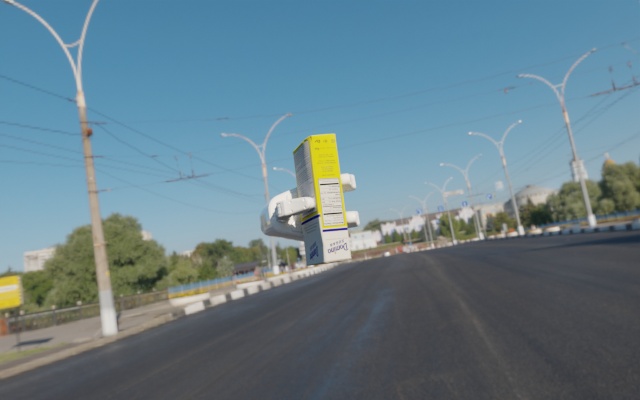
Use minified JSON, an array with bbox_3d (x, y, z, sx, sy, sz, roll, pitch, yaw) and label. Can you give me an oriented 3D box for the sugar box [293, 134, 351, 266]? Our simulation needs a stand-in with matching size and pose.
[{"bbox_3d":[0.001,0.002,0.683,0.048,0.176,0.093,-7,-7,-19],"label":"sugar box"}]
